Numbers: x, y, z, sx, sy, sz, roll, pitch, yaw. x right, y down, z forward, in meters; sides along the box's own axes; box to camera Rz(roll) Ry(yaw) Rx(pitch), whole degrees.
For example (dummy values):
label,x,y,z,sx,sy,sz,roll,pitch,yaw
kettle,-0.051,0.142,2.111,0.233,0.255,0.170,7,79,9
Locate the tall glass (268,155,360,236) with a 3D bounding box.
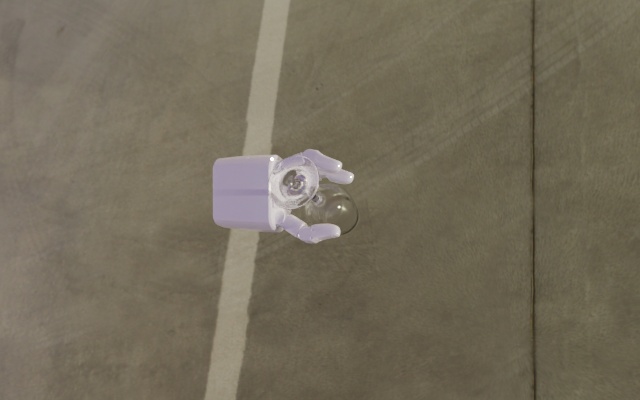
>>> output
label,x,y,z,sx,sy,sz,roll,pitch,yaw
tall glass,0.000,0.002,0.712,0.079,0.079,0.201,0,-16,23
